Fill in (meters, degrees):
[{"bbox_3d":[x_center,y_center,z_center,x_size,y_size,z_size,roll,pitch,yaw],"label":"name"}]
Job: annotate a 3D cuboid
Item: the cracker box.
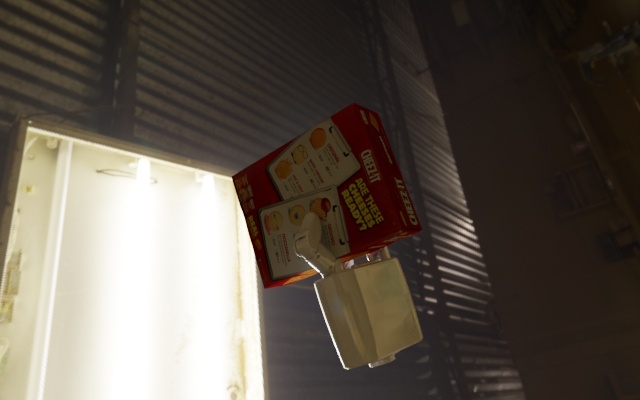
[{"bbox_3d":[0.000,0.002,0.612,0.214,0.164,0.072,-26,-15,30],"label":"cracker box"}]
